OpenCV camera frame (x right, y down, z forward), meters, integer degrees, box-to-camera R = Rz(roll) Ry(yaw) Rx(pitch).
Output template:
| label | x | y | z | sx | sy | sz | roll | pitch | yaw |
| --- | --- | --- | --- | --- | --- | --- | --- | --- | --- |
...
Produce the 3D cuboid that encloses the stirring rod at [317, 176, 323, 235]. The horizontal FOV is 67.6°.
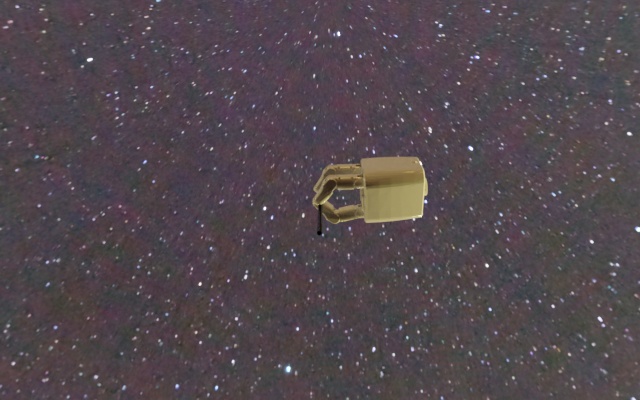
| label | x | y | z | sx | sy | sz | roll | pitch | yaw |
| --- | --- | --- | --- | --- | --- | --- | --- | --- | --- |
| stirring rod | 0.000 | 0.003 | 0.863 | 0.011 | 0.011 | 0.239 | 0 | 24 | 1 |
